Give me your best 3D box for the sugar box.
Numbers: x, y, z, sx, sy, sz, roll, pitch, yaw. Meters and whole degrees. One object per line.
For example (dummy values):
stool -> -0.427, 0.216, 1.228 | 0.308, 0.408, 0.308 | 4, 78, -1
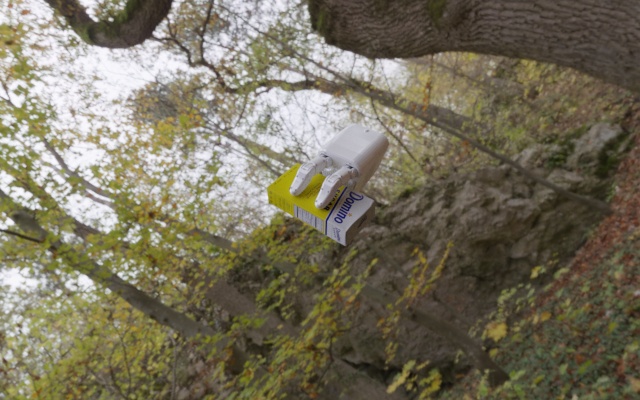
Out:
sugar box -> 0.000, 0.002, 0.848 | 0.176, 0.048, 0.093 | 25, 50, 27
